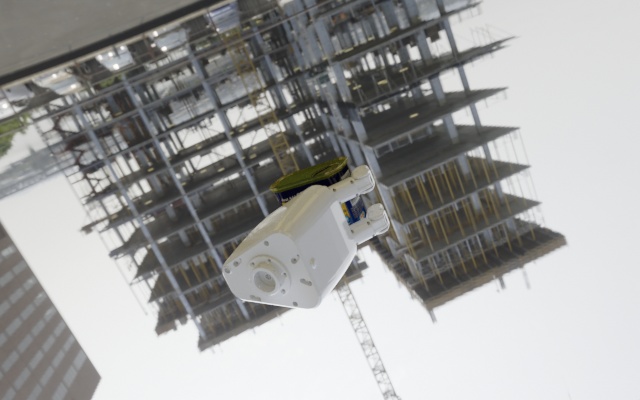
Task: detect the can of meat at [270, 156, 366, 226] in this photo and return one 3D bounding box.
[{"bbox_3d":[0.000,0.002,0.600,0.102,0.084,0.057,-16,17,25],"label":"can of meat"}]
